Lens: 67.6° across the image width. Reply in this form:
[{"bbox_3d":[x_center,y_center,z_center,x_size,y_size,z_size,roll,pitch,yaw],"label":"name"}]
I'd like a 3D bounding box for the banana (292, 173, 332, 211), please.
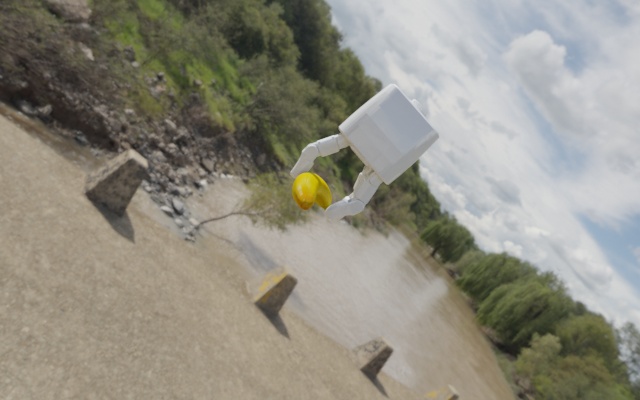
[{"bbox_3d":[-0.010,-0.012,0.726,0.037,0.069,0.198,-37,-12,8],"label":"banana"}]
